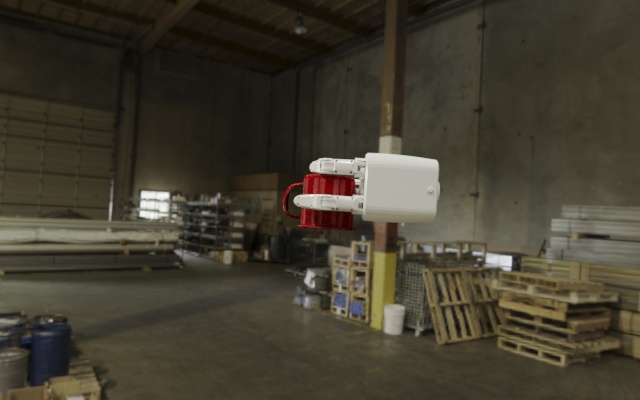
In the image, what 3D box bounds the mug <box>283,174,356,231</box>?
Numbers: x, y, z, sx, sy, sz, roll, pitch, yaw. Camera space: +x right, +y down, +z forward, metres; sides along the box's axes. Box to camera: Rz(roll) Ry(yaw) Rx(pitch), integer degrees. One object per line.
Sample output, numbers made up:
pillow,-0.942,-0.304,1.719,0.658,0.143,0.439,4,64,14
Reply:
mug,-0.001,0.002,0.744,0.117,0.081,0.093,4,-2,0
